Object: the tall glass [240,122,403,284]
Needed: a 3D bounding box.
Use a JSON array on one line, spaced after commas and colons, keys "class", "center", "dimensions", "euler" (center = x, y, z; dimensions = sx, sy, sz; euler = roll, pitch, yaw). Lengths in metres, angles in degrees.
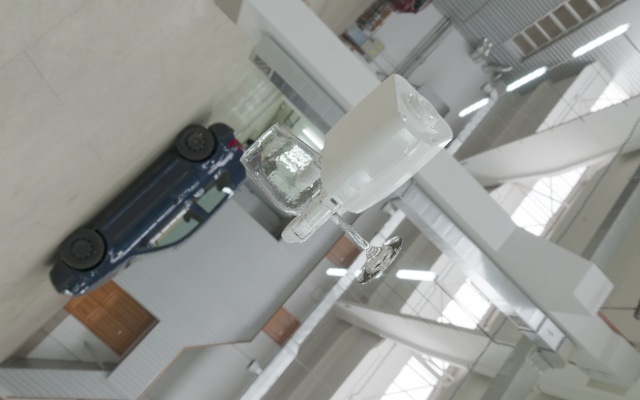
[{"class": "tall glass", "center": [0.000, 0.002, 0.554], "dimensions": [0.201, 0.079, 0.079], "euler": [44, -7, -7]}]
